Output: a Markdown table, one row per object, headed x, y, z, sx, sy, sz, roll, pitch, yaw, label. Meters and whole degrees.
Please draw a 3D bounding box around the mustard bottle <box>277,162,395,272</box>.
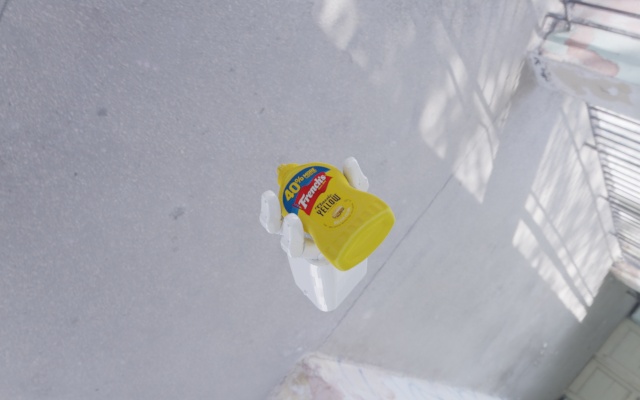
| x | y | z | sx | sy | sz | roll | pitch | yaw | label |
| --- | --- | --- | --- | --- | --- | --- | --- | --- | --- |
| 0.000 | 0.002 | 0.620 | 0.191 | 0.096 | 0.058 | 40 | -8 | 41 | mustard bottle |
